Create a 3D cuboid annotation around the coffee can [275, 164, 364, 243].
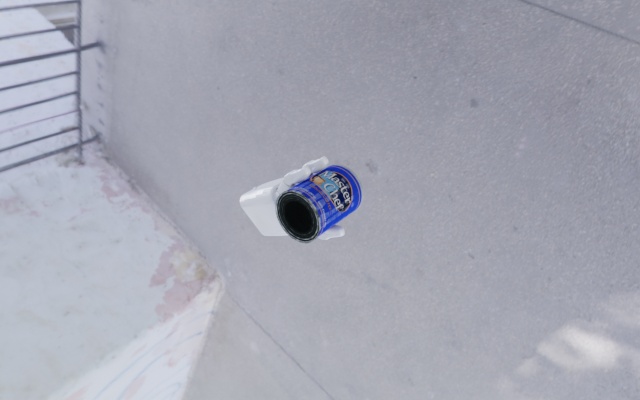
[{"bbox_3d":[0.000,0.003,0.889,0.103,0.103,0.140,0,23,41],"label":"coffee can"}]
